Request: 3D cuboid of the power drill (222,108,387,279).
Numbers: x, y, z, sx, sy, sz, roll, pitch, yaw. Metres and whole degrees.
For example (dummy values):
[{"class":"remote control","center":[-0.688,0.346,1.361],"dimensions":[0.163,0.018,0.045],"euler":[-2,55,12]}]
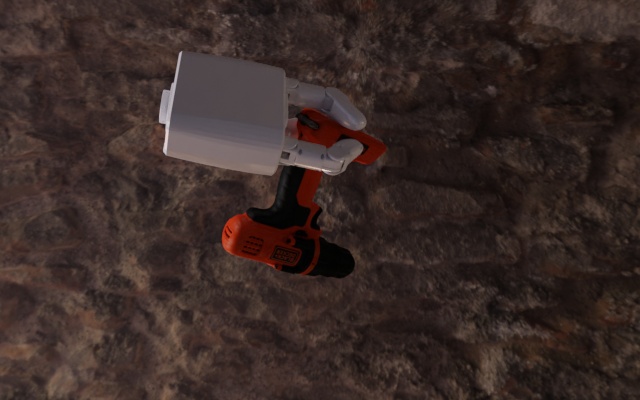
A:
[{"class":"power drill","center":[0.000,0.001,0.558],"dimensions":[0.184,0.188,0.057],"euler":[19,12,-37]}]
